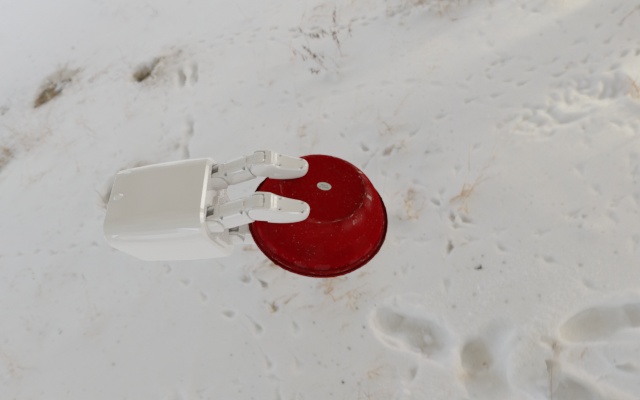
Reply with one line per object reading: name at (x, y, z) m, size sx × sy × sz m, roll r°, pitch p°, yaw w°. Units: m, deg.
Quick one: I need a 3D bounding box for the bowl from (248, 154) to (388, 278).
bowl at (0.001, 0.001, 0.528) m, size 0.162 × 0.162 × 0.055 m, roll 0°, pitch -36°, yaw -7°
